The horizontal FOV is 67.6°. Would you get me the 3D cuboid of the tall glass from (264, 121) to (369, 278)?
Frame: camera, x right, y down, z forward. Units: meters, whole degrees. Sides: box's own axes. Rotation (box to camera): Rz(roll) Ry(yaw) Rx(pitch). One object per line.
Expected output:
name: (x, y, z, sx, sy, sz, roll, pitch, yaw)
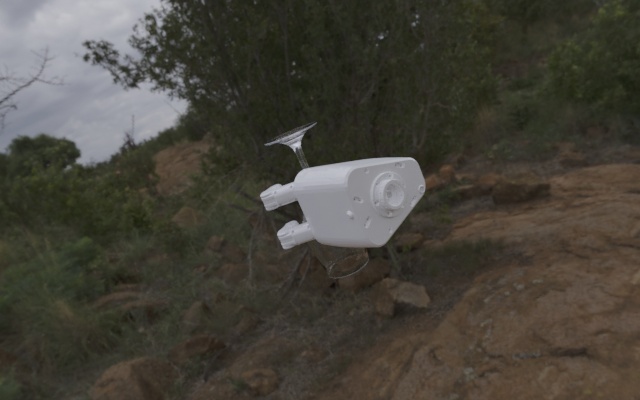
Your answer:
tall glass: (0.000, 0.001, 0.636, 0.079, 0.201, 0.079, -22, 13, 5)
